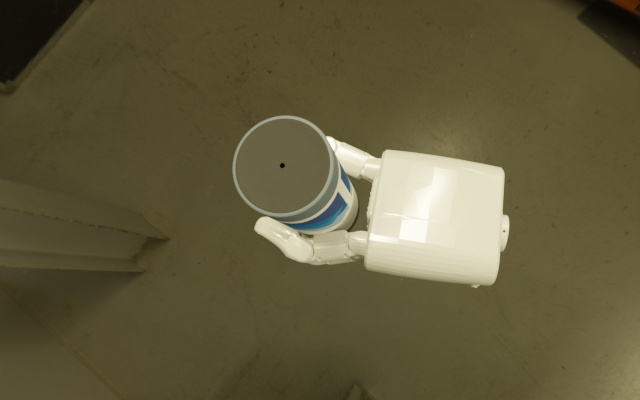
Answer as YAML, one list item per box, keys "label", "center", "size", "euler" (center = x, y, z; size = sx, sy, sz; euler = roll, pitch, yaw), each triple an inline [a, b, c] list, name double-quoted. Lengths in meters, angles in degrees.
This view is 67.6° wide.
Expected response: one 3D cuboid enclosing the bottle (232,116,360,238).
- label: "bottle"
  center: [0.000, 0.001, 0.444]
  size: [0.069, 0.069, 0.296]
  euler: [0, -9, 10]
